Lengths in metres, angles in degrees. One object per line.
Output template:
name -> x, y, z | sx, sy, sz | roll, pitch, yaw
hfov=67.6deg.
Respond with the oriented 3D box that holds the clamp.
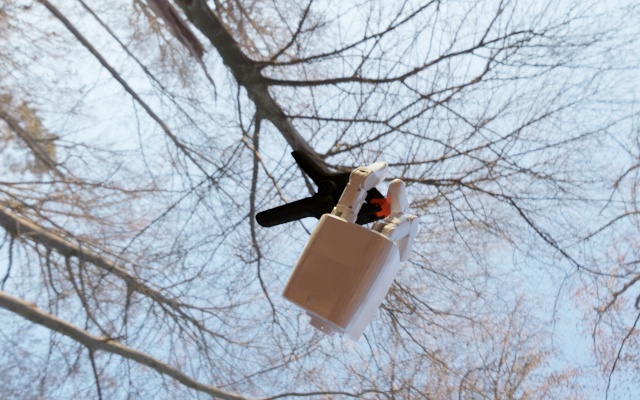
clamp -> 0.001, 0.002, 0.599 | 0.171, 0.120, 0.039 | 20, -18, 36
